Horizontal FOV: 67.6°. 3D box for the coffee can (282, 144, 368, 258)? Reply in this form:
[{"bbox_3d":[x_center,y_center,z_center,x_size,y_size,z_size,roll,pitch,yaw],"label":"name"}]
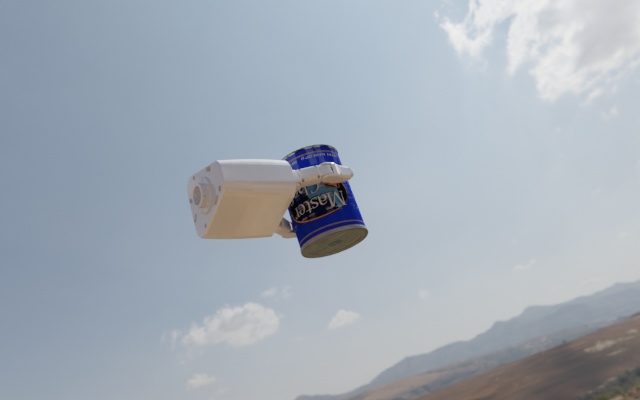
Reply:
[{"bbox_3d":[0.000,0.002,0.716,0.103,0.140,0.103,-17,-22,-7],"label":"coffee can"}]
